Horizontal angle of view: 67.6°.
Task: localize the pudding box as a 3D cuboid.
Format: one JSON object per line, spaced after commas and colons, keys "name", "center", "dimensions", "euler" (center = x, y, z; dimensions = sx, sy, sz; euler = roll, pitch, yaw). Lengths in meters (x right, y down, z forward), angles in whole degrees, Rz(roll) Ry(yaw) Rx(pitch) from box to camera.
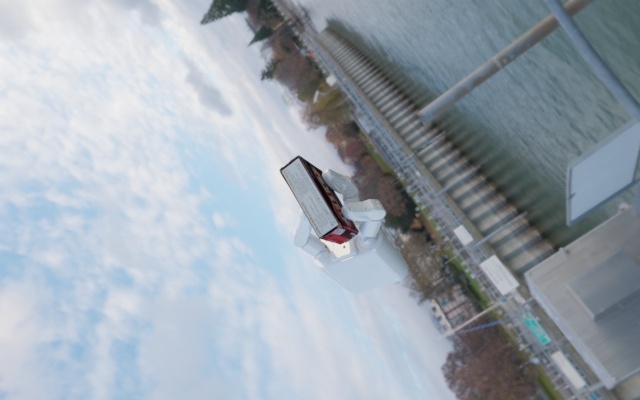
{"name": "pudding box", "center": [0.000, 0.002, 0.641], "dimensions": [0.039, 0.113, 0.090], "euler": [-36, -19, 9]}
